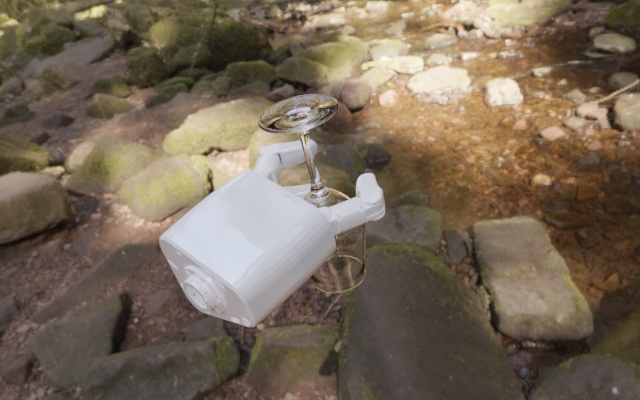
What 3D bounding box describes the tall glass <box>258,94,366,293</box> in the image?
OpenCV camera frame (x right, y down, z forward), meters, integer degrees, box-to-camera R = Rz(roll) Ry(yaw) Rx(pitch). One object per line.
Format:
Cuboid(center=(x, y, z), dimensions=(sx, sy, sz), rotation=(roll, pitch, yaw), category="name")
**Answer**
Cuboid(center=(0.000, 0.001, 0.480), dimensions=(0.079, 0.201, 0.079), rotation=(-10, 34, 7), category="tall glass")
